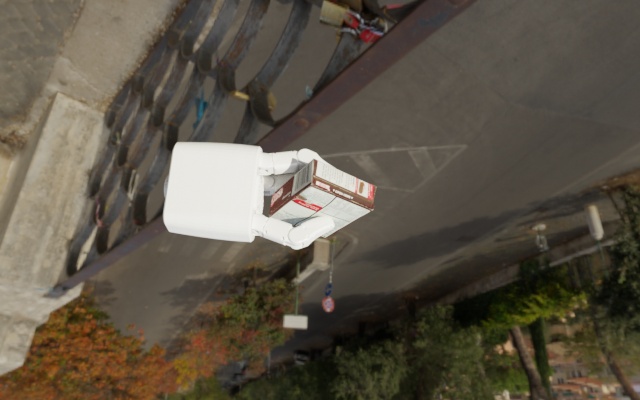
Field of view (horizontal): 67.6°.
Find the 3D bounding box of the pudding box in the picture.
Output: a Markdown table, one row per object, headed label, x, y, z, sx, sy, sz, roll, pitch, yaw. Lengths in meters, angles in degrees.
| label | x | y | z | sx | sy | sz | roll | pitch | yaw |
| --- | --- | --- | --- | --- | --- | --- | --- | --- | --- |
| pudding box | 0.000 | 0.002 | 0.593 | 0.090 | 0.039 | 0.113 | 22 | -30 | -24 |
